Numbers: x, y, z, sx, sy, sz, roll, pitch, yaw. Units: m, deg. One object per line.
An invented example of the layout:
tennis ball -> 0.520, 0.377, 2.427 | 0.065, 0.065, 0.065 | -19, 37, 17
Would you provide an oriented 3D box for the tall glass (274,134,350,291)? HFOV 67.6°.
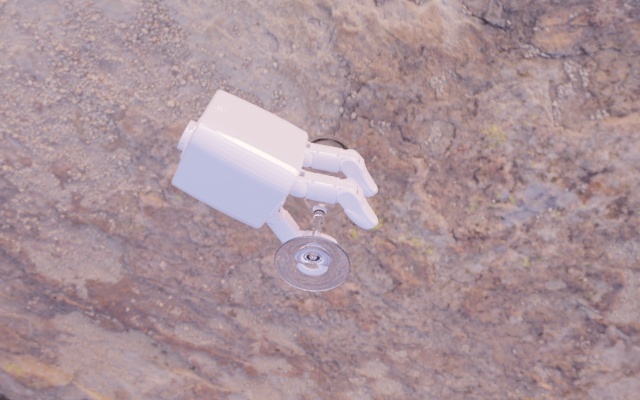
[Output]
tall glass -> 0.000, 0.002, 0.538 | 0.079, 0.079, 0.201 | 0, 37, 6
